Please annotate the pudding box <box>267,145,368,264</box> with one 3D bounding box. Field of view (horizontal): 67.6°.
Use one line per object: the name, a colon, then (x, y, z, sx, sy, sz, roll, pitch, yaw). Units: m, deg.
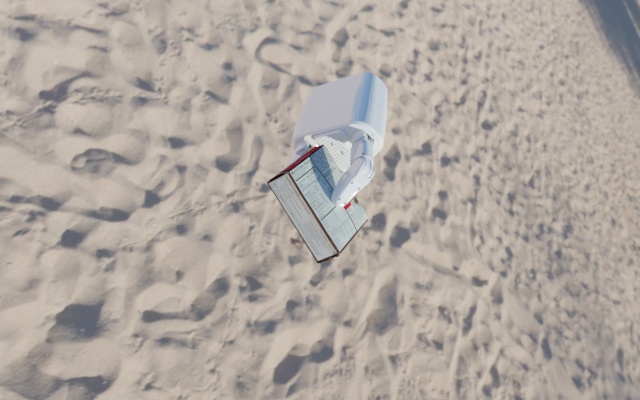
pudding box: (0.000, 0.002, 0.555, 0.039, 0.113, 0.090, -27, 10, 38)
